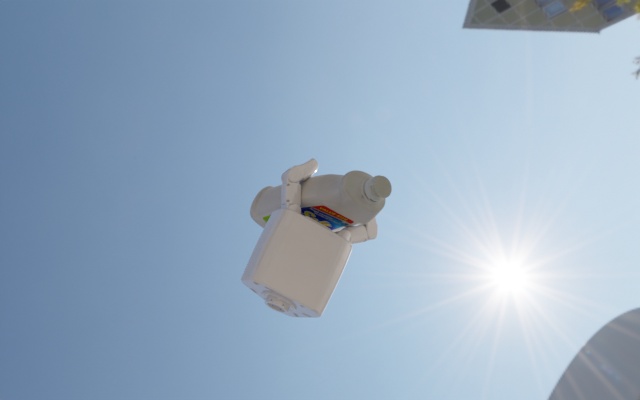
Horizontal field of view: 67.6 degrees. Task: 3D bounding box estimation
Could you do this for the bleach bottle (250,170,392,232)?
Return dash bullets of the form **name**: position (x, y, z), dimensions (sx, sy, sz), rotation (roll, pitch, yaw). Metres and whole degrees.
- **bleach bottle**: position (0.000, 0.002, 0.677), dimensions (0.102, 0.068, 0.251), rotation (38, -29, -22)
